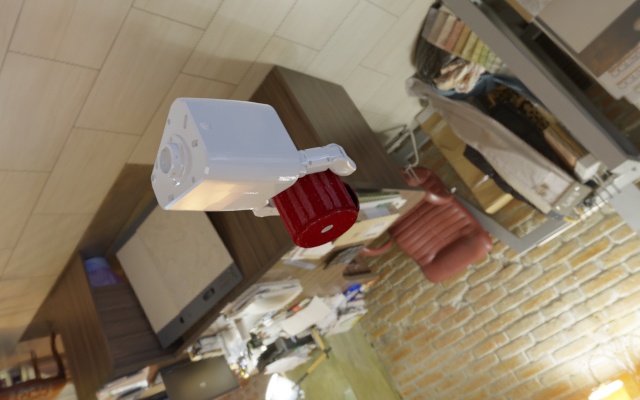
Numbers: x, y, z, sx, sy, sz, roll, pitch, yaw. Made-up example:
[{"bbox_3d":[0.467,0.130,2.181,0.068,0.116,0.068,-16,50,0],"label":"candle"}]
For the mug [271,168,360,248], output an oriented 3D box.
[{"bbox_3d":[0.001,0.002,0.566,0.117,0.081,0.093,-2,-35,-43],"label":"mug"}]
